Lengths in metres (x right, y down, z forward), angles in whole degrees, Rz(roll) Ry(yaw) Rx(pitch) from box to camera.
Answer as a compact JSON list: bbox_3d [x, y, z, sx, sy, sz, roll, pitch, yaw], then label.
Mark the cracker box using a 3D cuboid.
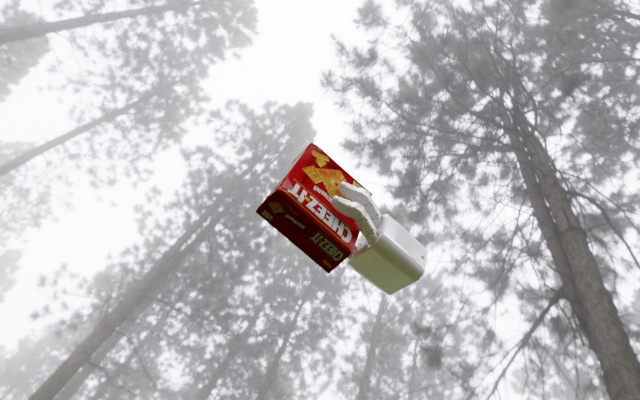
[{"bbox_3d":[0.000,0.003,0.861,0.072,0.164,0.213,-45,9,30],"label":"cracker box"}]
